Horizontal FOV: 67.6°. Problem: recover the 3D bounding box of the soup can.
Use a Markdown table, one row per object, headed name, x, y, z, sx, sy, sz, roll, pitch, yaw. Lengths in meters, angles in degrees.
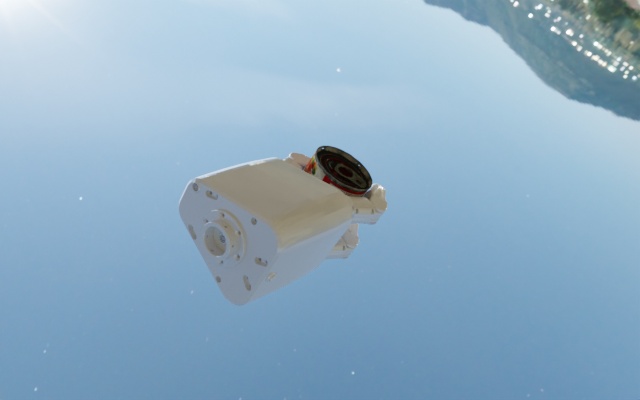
| name | x | y | z | sx | sy | sz | roll | pitch | yaw |
| --- | --- | --- | --- | --- | --- | --- | --- | --- | --- |
| soup can | 0.000 | 0.002 | 0.513 | 0.068 | 0.102 | 0.068 | 25 | 32 | -17 |
